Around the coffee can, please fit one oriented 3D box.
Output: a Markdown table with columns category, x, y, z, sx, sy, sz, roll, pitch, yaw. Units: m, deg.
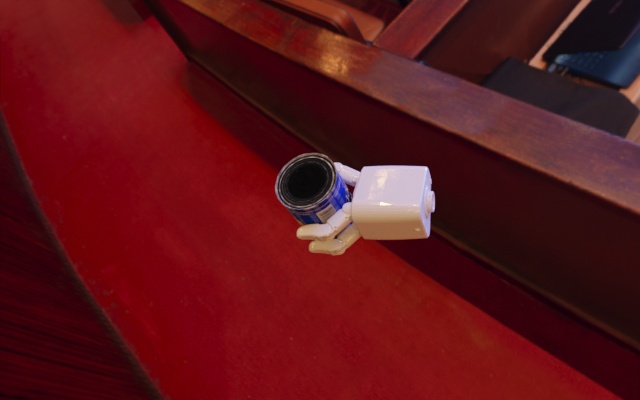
| category | x | y | z | sx | sy | sz | roll | pitch | yaw |
| --- | --- | --- | --- | --- | --- | --- | --- | --- | --- |
| coffee can | 0.000 | 0.003 | 0.788 | 0.103 | 0.102 | 0.140 | 0 | -28 | 22 |
